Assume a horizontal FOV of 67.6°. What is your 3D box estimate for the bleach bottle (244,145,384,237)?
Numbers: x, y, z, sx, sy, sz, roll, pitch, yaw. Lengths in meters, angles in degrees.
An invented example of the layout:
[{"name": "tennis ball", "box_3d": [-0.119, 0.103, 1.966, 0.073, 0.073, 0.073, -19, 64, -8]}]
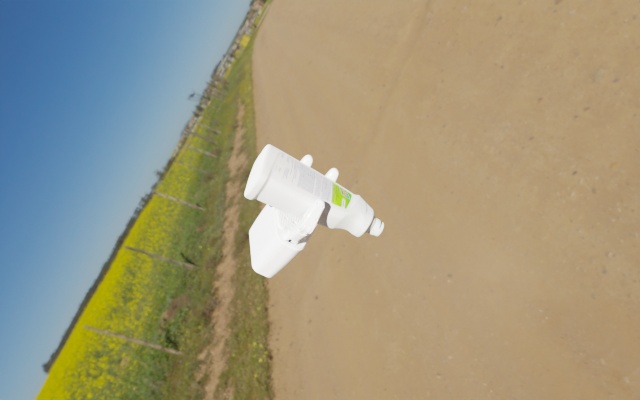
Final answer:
[{"name": "bleach bottle", "box_3d": [0.000, 0.003, 0.821, 0.251, 0.102, 0.068, 28, -49, -18]}]
